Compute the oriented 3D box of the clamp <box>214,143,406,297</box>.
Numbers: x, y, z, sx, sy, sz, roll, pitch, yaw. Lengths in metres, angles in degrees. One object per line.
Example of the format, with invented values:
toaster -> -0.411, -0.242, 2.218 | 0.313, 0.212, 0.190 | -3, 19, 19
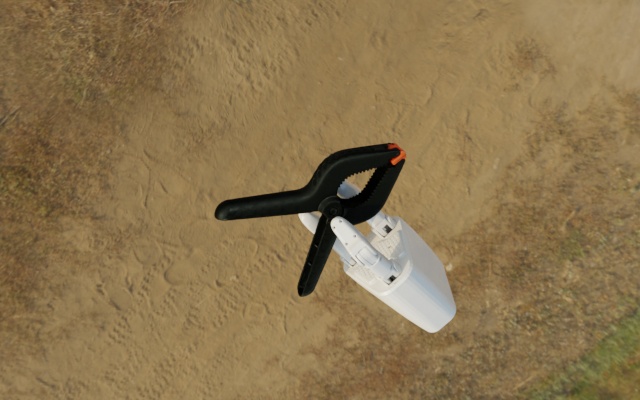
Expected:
clamp -> 0.001, 0.002, 0.531 | 0.165, 0.210, 0.036 | 41, 11, -31
